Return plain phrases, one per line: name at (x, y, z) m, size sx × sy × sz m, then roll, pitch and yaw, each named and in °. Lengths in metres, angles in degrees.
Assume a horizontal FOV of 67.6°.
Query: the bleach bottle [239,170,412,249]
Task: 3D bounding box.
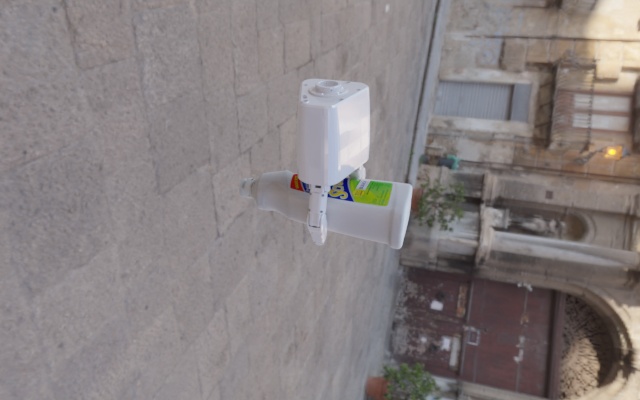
bleach bottle at (0.000, 0.002, 0.691) m, size 0.251 × 0.068 × 0.102 m, roll 8°, pitch 33°, yaw 14°
